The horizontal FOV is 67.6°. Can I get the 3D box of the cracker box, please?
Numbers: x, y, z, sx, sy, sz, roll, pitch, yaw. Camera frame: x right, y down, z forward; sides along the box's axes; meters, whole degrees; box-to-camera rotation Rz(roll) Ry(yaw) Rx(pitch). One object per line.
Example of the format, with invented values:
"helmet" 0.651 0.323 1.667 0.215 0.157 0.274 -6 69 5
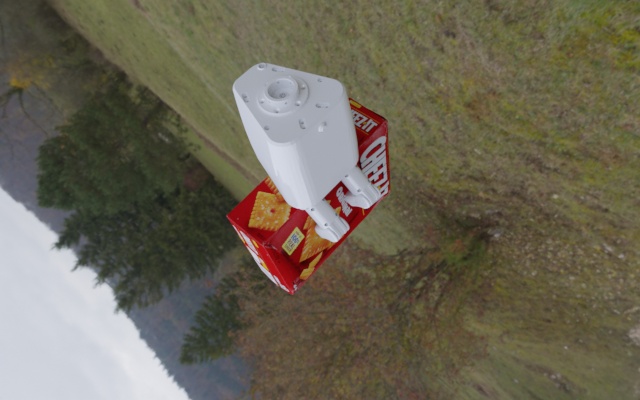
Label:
"cracker box" 0.000 0.002 0.611 0.072 0.213 0.164 36 -19 26
